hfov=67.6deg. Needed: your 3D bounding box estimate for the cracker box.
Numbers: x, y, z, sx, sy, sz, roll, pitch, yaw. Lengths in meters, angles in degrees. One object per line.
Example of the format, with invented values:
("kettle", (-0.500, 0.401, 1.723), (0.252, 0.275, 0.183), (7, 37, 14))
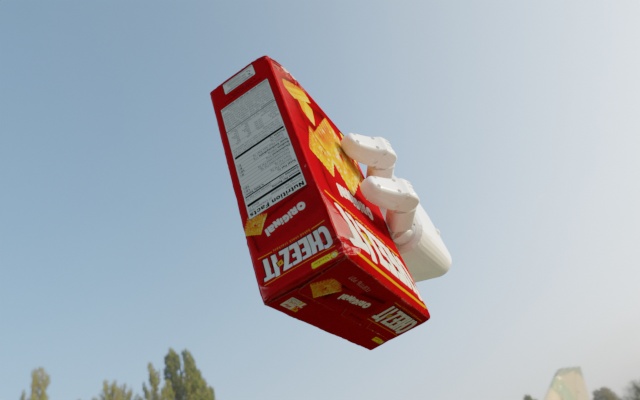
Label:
("cracker box", (0.000, 0.001, 0.407), (0.072, 0.213, 0.164), (-33, -38, 14))
